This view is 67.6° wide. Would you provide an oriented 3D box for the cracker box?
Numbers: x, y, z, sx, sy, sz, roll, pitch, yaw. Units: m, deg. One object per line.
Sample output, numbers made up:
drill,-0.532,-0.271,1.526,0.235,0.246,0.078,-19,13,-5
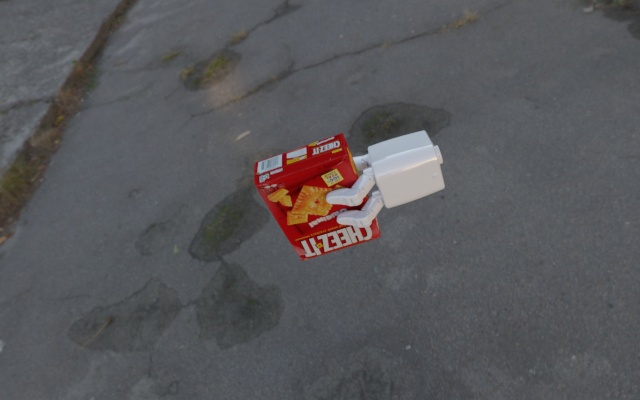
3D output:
cracker box,0.000,0.003,0.849,0.164,0.214,0.072,-17,42,10
